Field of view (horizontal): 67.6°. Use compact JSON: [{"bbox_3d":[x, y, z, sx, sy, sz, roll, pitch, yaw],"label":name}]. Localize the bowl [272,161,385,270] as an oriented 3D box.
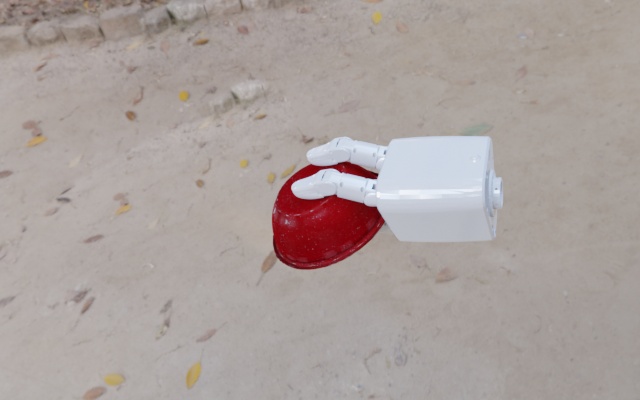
[{"bbox_3d":[-0.001,0.002,0.566,0.162,0.162,0.055,0,-43,40],"label":"bowl"}]
